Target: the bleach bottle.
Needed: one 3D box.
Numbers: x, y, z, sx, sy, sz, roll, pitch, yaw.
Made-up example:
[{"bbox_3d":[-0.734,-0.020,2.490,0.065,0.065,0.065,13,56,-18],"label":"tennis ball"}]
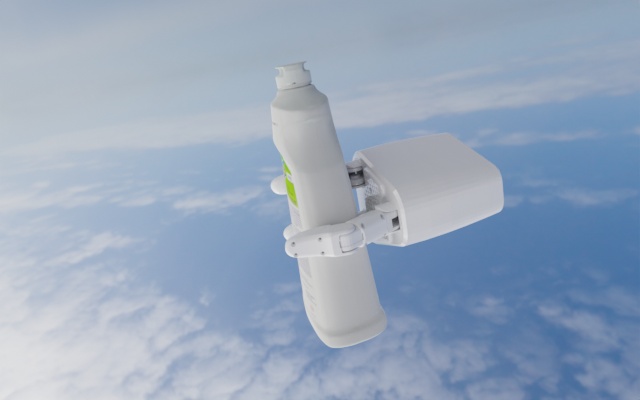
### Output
[{"bbox_3d":[0.000,0.001,0.443,0.068,0.251,0.102,-16,18,-14],"label":"bleach bottle"}]
